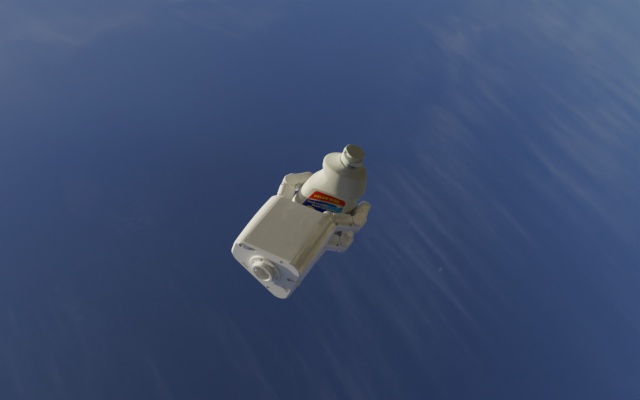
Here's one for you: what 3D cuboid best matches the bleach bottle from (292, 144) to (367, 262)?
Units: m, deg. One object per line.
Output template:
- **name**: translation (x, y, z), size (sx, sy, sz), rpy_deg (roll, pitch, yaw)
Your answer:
- **bleach bottle**: translation (0.000, 0.003, 0.761), size (0.102, 0.251, 0.068), rpy_deg (32, 46, 3)
